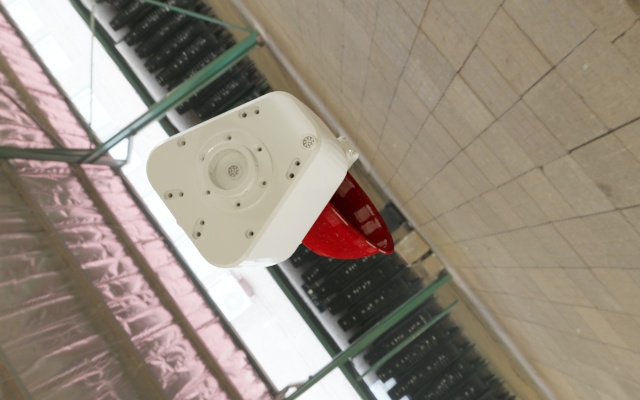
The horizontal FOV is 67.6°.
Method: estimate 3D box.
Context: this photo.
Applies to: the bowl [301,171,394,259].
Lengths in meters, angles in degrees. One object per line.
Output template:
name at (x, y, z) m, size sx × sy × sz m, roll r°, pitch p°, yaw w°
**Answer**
bowl at (0.000, 0.002, 0.467) m, size 0.055 × 0.162 × 0.162 m, roll -41°, pitch -13°, yaw 15°
